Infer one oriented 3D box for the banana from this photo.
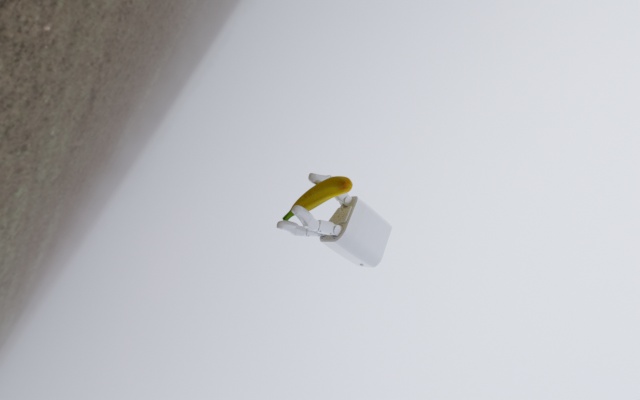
[{"bbox_3d":[0.004,-0.009,0.902,0.037,0.069,0.198,40,-41,-18],"label":"banana"}]
